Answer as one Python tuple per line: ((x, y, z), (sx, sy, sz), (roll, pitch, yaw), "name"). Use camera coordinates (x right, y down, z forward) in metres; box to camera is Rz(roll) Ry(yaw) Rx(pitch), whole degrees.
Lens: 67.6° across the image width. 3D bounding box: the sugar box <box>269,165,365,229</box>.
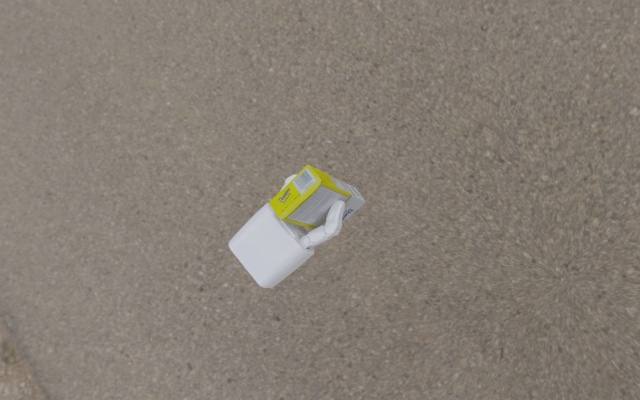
((0.000, 0.002, 0.814), (0.093, 0.048, 0.176), (-42, -24, 14), "sugar box")
